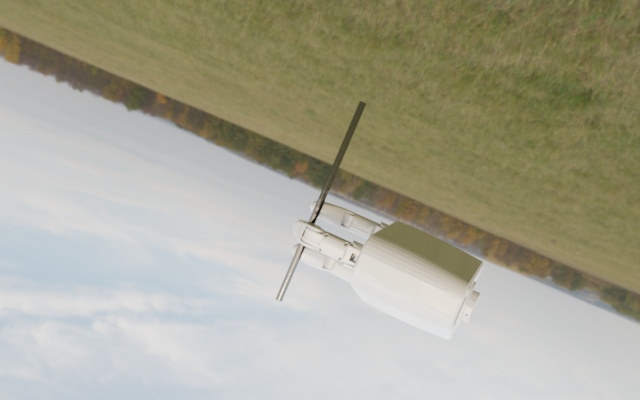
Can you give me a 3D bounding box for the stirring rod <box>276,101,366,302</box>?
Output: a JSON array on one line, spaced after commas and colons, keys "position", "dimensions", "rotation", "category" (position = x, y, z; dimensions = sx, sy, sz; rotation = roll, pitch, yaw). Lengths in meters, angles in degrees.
[{"position": [0.000, 0.002, 0.535], "dimensions": [0.011, 0.239, 0.011], "rotation": [23, 2, -1], "category": "stirring rod"}]
